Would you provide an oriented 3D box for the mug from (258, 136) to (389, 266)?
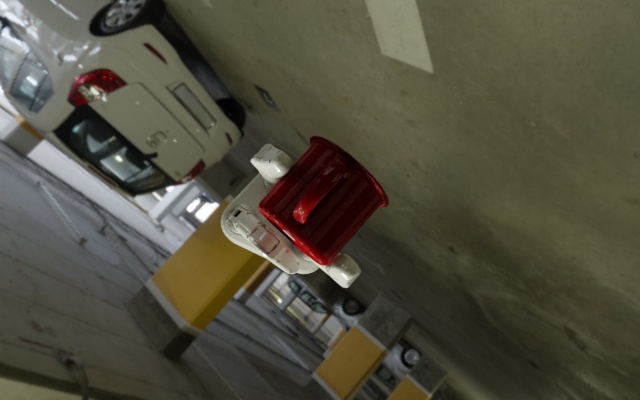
[{"bbox_3d":[0.000,0.001,0.413,0.093,0.081,0.117,41,-9,4],"label":"mug"}]
